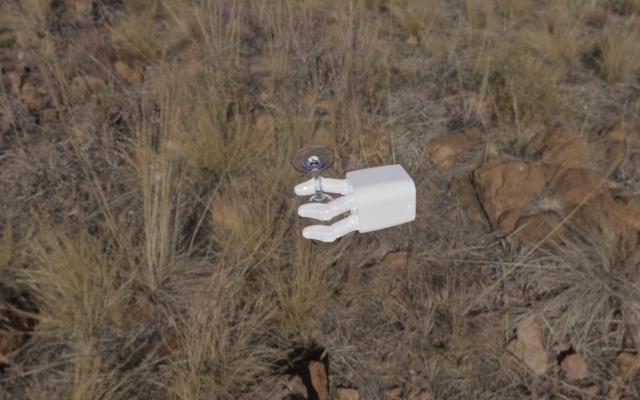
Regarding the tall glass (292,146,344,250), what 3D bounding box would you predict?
[{"bbox_3d":[0.000,0.002,0.874,0.079,0.201,0.079,-5,42,5],"label":"tall glass"}]
